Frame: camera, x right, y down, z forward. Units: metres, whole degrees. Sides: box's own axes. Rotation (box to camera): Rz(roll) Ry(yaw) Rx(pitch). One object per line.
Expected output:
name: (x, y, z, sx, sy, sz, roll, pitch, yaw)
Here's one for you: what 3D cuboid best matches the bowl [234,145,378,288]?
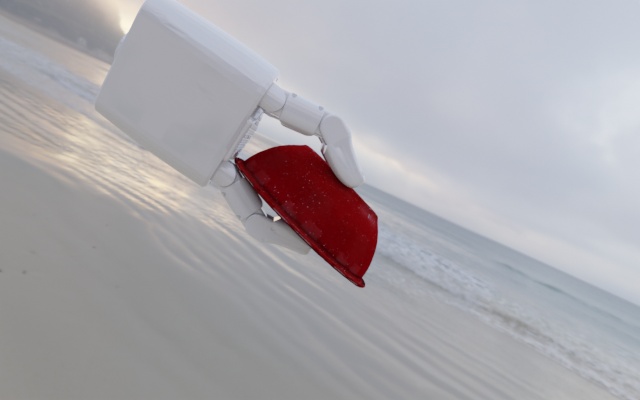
bowl: (0.001, 0.002, 0.427, 0.055, 0.162, 0.162, -45, 2, 2)
